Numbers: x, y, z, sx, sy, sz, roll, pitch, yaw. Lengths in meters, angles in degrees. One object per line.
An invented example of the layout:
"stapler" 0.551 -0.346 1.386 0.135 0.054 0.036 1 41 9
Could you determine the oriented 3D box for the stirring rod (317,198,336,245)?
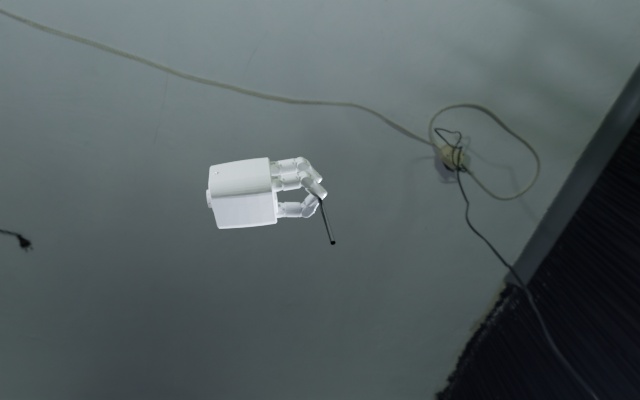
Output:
"stirring rod" 0.000 0.003 0.822 0.011 0.011 0.239 0 31 -11
